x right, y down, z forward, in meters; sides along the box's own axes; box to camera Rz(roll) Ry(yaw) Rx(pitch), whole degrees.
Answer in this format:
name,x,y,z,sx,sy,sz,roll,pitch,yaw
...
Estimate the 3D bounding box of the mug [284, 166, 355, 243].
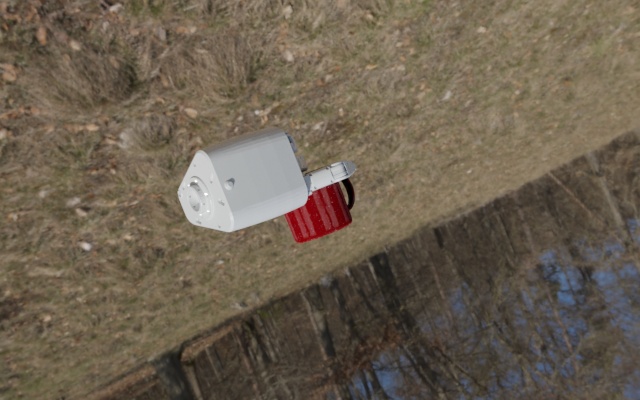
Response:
name,x,y,z,sx,sy,sz,roll,pitch,yaw
mug,0.001,0.002,0.638,0.117,0.081,0.093,-22,2,-39
